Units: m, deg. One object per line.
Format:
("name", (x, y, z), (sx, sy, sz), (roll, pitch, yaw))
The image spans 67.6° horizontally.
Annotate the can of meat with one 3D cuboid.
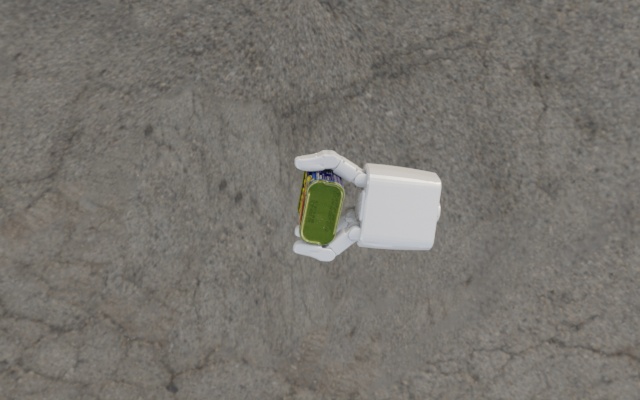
("can of meat", (0.000, 0.002, 0.683), (0.057, 0.102, 0.084), (8, 24, -7))
